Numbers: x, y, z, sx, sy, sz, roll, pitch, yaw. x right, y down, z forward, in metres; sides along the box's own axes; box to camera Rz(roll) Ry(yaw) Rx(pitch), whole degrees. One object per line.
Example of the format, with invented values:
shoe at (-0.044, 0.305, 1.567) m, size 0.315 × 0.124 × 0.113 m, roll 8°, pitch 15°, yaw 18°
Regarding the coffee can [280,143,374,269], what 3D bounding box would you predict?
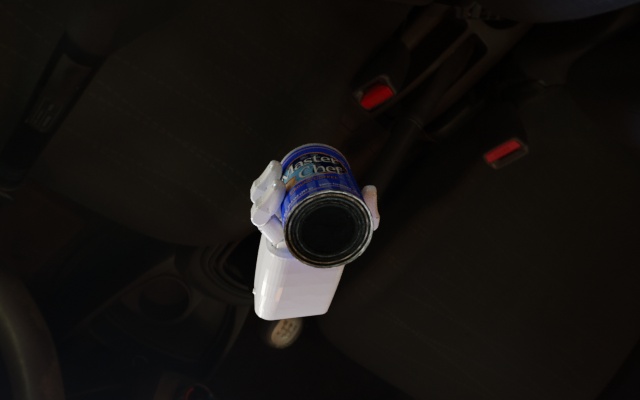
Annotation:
coffee can at (0.000, 0.002, 0.590) m, size 0.103 × 0.103 × 0.140 m, roll 0°, pitch 28°, yaw -9°
